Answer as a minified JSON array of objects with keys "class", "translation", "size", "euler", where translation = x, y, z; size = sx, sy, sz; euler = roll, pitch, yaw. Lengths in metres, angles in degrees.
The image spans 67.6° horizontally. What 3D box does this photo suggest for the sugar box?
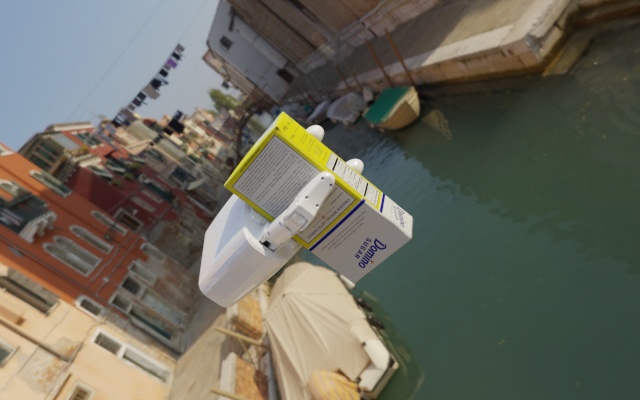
[{"class":"sugar box","translation":[0.000,0.001,0.493],"size":[0.093,0.176,0.048],"euler":[-44,16,32]}]
